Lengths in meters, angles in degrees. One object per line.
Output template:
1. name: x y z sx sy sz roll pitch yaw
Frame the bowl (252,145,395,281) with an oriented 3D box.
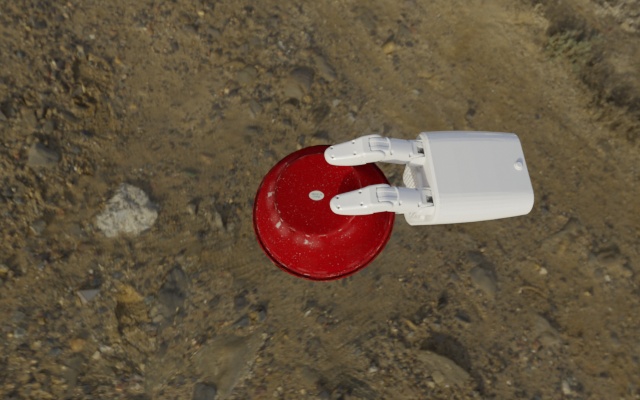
1. bowl: -0.001 0.002 0.512 0.162 0.162 0.055 0 -20 7
